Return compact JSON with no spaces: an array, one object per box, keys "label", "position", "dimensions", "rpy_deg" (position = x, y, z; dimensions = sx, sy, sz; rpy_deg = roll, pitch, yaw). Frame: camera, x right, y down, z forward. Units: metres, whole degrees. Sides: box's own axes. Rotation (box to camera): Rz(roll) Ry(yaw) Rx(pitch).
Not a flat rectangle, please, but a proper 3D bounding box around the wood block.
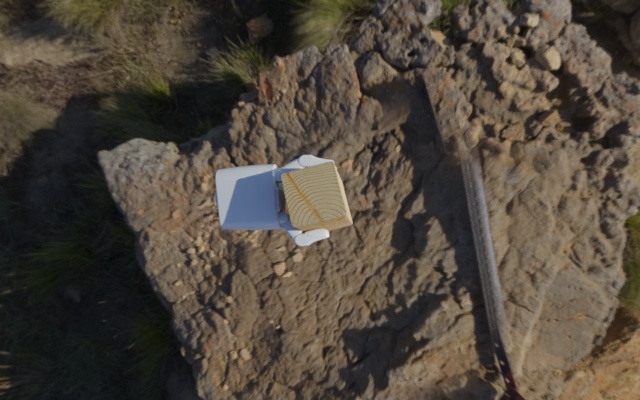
[{"label":"wood block","position":[0.000,0.003,0.846],"dimensions":[0.090,0.091,0.206],"rpy_deg":[-14,-8,5]}]
